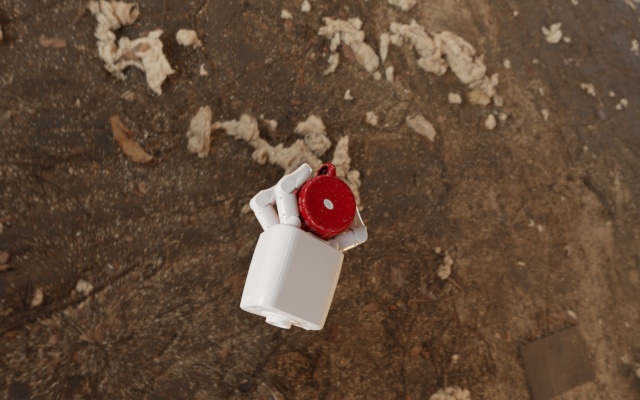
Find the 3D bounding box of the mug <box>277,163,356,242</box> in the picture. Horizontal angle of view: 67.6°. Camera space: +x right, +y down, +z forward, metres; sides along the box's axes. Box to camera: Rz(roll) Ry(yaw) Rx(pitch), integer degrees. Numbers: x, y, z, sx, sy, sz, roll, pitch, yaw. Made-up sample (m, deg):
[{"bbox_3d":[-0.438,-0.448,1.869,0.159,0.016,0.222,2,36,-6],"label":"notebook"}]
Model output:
[{"bbox_3d":[0.001,0.001,0.666,0.093,0.117,0.081,22,-22,-18],"label":"mug"}]
